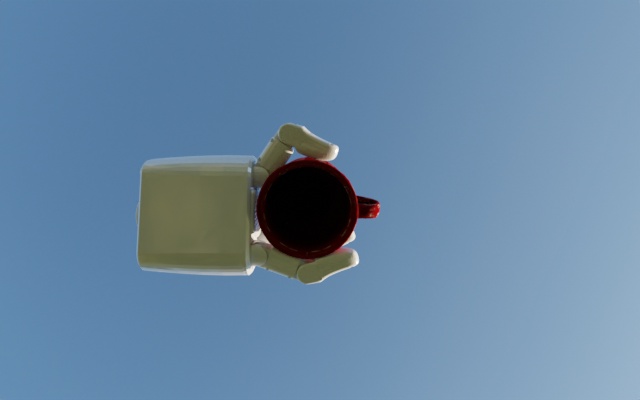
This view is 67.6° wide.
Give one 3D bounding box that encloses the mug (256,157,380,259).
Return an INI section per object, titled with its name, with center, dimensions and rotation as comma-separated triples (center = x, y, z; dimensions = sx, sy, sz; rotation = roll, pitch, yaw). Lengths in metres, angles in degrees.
[mug]
center = 0.002, 0.001, 0.472
dimensions = 0.117, 0.093, 0.081
rotation = 2, 12, 0
